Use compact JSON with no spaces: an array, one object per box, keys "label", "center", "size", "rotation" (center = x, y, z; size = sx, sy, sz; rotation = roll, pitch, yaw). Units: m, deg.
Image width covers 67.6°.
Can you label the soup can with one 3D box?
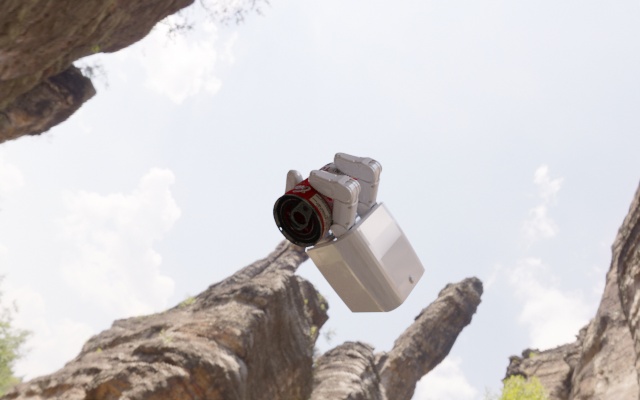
[{"label":"soup can","center":[0.000,0.001,0.576],"size":[0.068,0.068,0.102],"rotation":[0,26,37]}]
